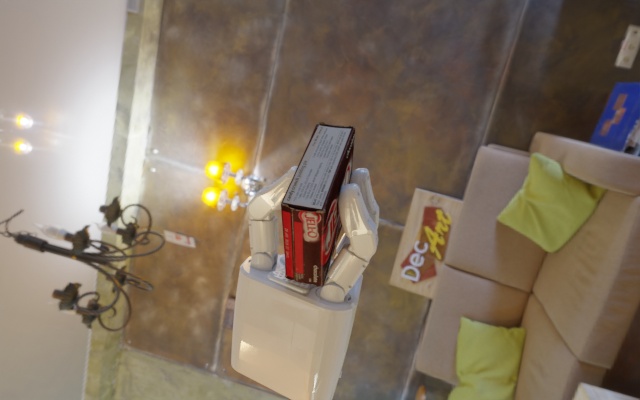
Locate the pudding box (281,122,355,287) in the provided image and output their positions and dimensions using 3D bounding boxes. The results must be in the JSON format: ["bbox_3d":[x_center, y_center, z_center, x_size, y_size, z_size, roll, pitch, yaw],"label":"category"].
[{"bbox_3d":[0.000,0.001,0.407,0.039,0.090,0.113,10,44,8],"label":"pudding box"}]
